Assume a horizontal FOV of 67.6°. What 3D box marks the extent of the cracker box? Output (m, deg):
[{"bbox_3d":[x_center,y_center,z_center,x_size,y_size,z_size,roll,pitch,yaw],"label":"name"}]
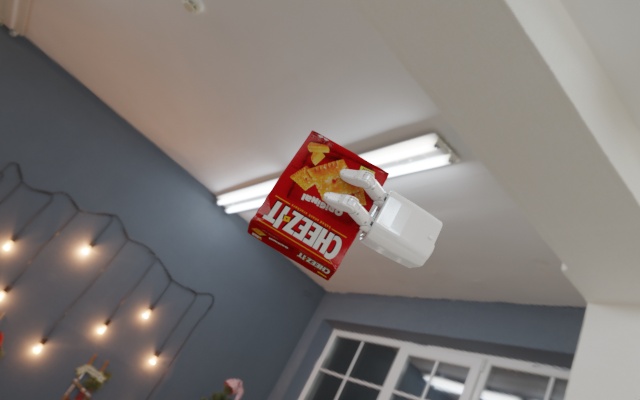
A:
[{"bbox_3d":[0.000,0.003,0.831,0.164,0.213,0.072,31,-27,2],"label":"cracker box"}]
